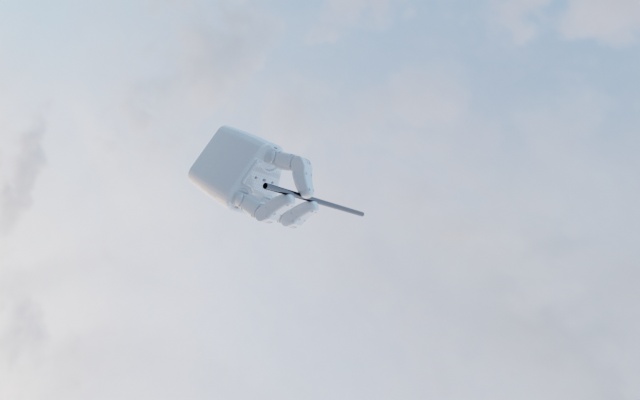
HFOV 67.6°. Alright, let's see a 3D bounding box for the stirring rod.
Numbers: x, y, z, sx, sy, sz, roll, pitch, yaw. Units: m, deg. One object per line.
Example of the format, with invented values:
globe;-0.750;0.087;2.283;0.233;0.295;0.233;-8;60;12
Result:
stirring rod;0.000;0.002;0.680;0.011;0.011;0.239;0;-10;35
